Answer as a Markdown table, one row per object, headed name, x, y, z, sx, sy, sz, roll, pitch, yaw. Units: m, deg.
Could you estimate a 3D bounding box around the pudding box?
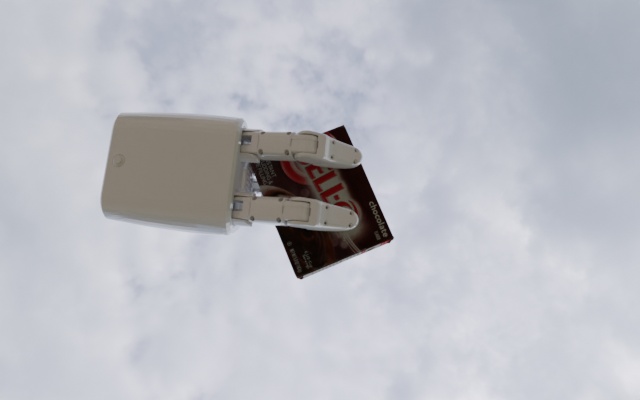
| name | x | y | z | sx | sy | sz | roll | pitch | yaw |
| --- | --- | --- | --- | --- | --- | --- | --- | --- | --- |
| pudding box | 0.000 | 0.001 | 0.422 | 0.090 | 0.113 | 0.039 | -22 | -8 | -5 |
